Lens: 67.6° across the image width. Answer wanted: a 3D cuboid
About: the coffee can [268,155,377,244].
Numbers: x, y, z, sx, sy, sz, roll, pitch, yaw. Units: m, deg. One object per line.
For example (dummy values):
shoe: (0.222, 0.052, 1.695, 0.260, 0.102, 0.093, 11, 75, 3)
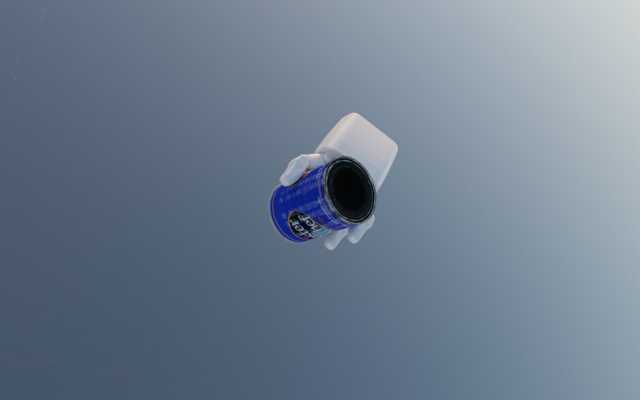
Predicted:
coffee can: (0.000, 0.003, 0.728, 0.103, 0.102, 0.140, 0, -15, -40)
